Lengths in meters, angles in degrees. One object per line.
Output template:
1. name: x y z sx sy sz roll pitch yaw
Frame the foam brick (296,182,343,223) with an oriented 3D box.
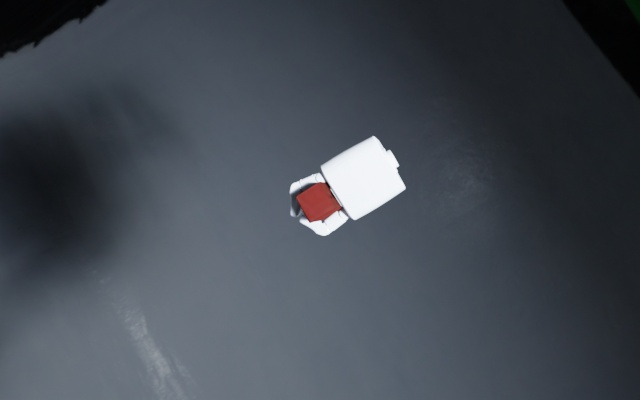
1. foam brick: 0.000 0.003 0.816 0.051 0.053 0.078 -30 -6 12
